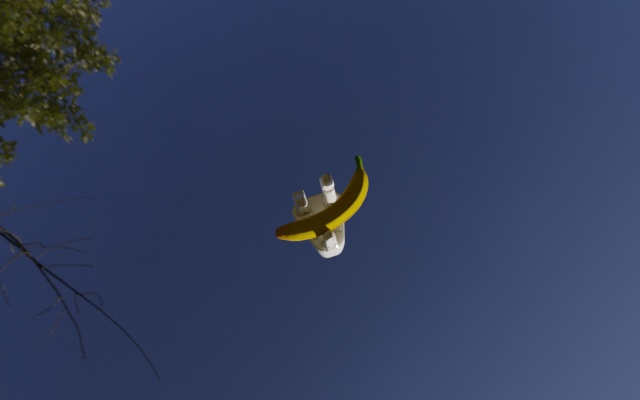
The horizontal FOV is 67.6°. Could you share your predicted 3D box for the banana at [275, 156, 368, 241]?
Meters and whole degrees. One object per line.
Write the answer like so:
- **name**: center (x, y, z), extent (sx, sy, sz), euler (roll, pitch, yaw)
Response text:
- **banana**: center (0.015, 0.014, 0.810), extent (0.198, 0.069, 0.037), euler (-43, -8, -7)
